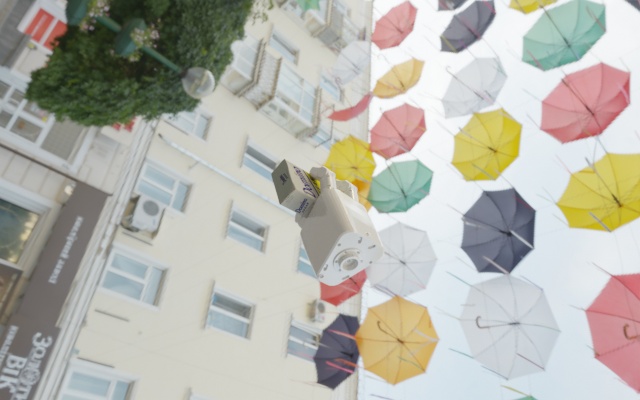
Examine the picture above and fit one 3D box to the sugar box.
[{"bbox_3d":[0.001,0.002,0.837,0.176,0.048,0.093,32,22,-34],"label":"sugar box"}]
